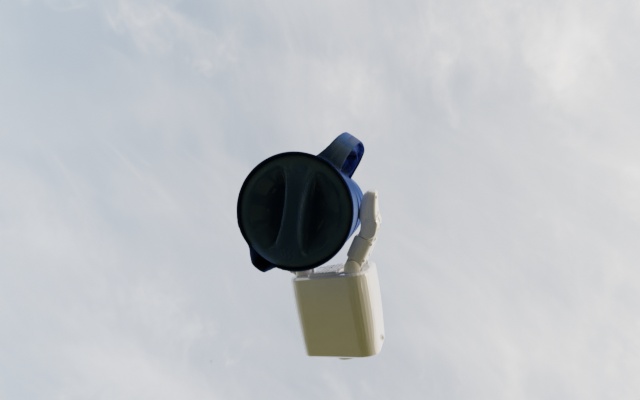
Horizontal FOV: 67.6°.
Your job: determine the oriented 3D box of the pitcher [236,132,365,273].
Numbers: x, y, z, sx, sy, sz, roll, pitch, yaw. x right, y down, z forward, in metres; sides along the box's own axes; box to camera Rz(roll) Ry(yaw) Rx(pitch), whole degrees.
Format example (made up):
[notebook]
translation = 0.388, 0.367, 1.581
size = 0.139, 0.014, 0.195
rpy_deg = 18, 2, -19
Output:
[pitcher]
translation = 0.000, 0.002, 0.633
size = 0.149, 0.145, 0.243
rpy_deg = -11, -1, 12
